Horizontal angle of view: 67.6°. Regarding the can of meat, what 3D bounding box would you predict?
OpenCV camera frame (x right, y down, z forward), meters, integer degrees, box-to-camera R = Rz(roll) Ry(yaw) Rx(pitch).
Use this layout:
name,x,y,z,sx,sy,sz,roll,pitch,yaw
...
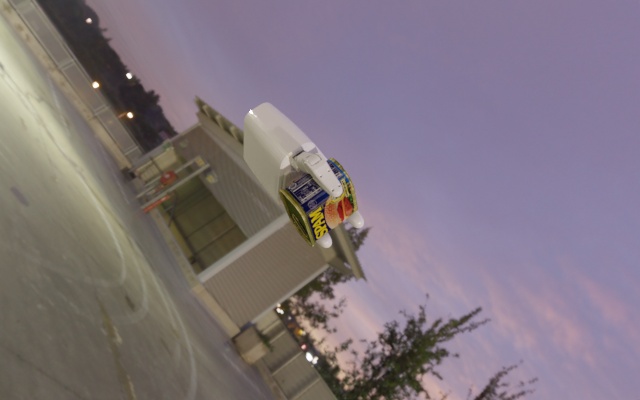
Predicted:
name,x,y,z,sx,sy,sz,roll,pitch,yaw
can of meat,0.000,0.002,0.645,0.084,0.057,0.102,-36,-31,-13
